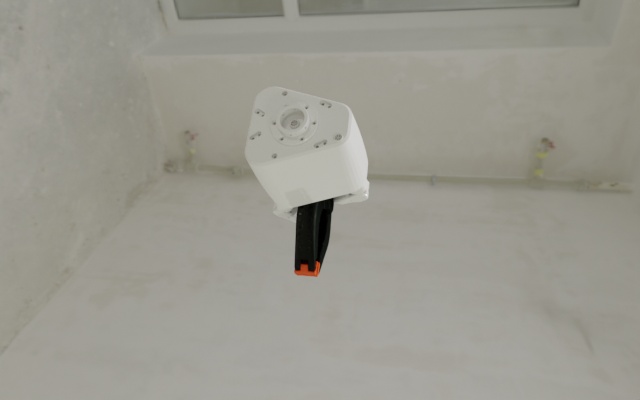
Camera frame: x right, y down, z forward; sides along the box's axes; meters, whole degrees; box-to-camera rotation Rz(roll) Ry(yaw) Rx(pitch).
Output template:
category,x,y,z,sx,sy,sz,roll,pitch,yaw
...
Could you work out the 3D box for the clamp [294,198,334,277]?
category,x,y,z,sx,sy,sz,roll,pitch,yaw
clamp,0.001,0.003,0.633,0.036,0.210,0.165,2,-22,15
